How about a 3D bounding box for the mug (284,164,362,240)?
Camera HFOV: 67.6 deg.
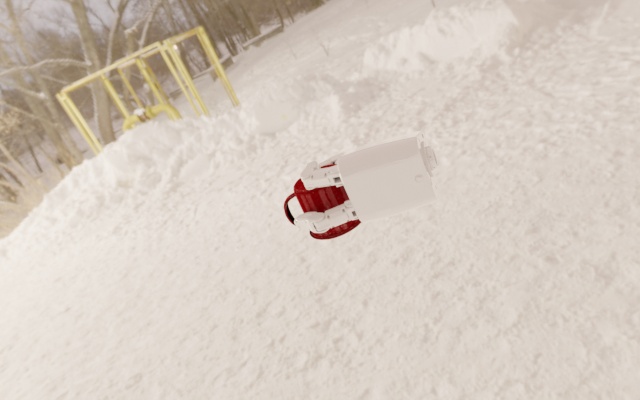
[{"bbox_3d":[-0.001,0.003,0.713,0.117,0.081,0.093,-17,24,18],"label":"mug"}]
